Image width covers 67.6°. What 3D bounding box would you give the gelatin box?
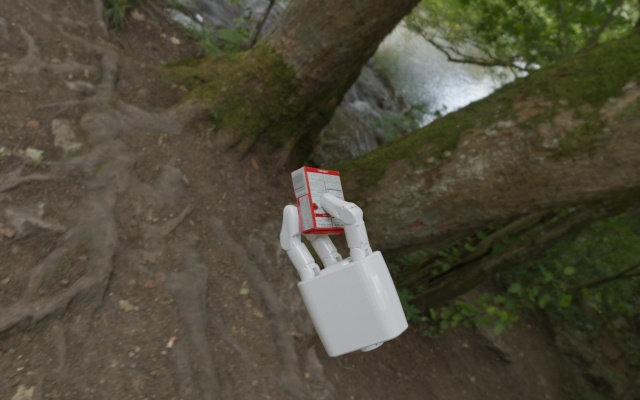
[{"bbox_3d":[0.000,0.002,0.654,0.030,0.089,0.073,-21,-16,39],"label":"gelatin box"}]
